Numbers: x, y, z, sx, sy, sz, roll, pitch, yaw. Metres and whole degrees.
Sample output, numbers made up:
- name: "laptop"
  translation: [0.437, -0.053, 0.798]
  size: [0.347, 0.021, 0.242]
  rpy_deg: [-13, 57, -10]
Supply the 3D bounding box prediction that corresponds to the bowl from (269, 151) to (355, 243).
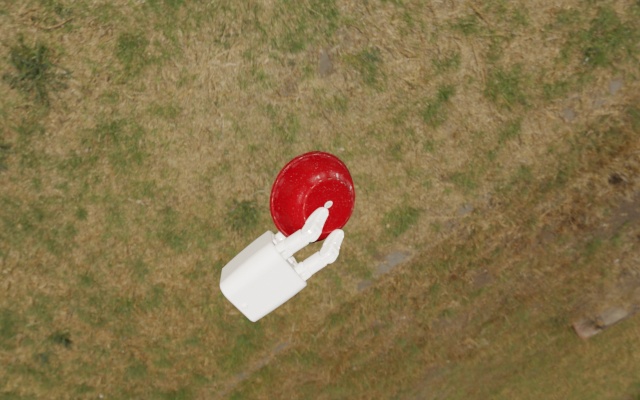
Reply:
- name: "bowl"
  translation: [0.001, 0.002, 0.787]
  size: [0.162, 0.162, 0.055]
  rpy_deg: [0, 14, -30]
